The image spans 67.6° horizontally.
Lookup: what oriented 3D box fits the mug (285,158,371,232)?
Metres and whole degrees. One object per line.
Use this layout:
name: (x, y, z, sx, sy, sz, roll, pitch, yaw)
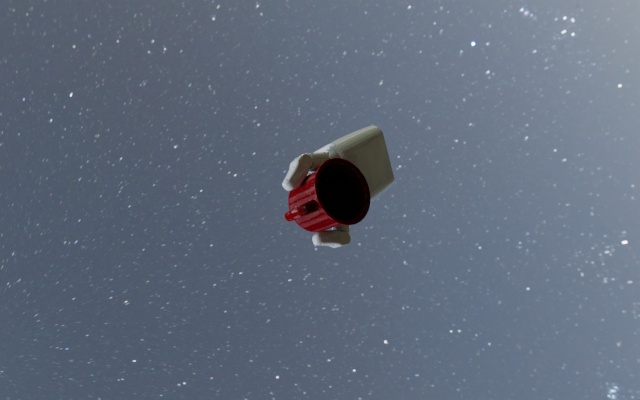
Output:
mug: (-0.001, 0.003, 0.655, 0.117, 0.093, 0.081, -29, 3, -39)
